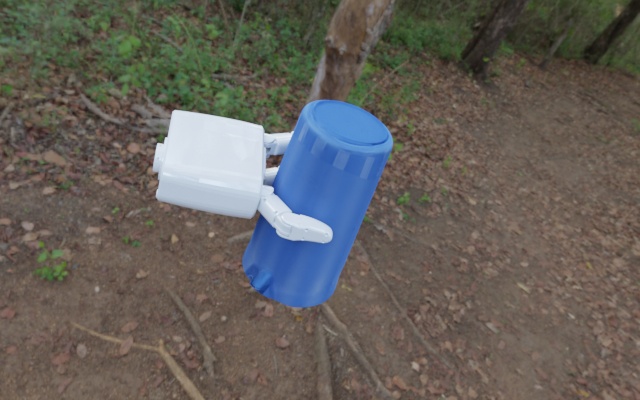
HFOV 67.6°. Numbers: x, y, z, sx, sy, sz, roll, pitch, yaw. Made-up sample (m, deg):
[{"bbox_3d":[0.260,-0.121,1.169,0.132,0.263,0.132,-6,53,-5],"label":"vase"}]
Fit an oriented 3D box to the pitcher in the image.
[{"bbox_3d":[0.000,0.002,0.596,0.145,0.243,0.149,10,36,-18],"label":"pitcher"}]
